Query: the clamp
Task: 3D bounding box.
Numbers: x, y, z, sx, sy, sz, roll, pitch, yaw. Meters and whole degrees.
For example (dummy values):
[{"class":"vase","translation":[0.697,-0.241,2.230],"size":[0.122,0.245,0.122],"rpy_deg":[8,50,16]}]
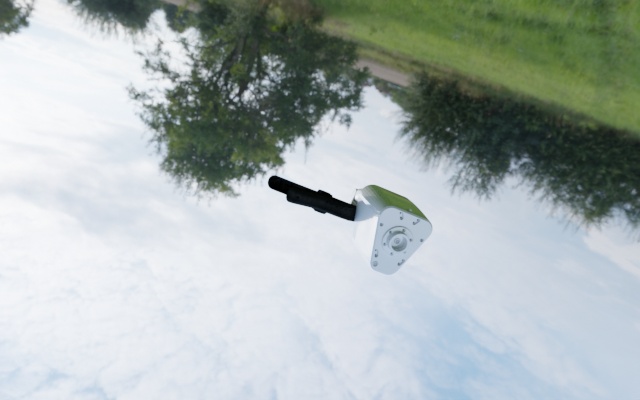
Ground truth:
[{"class":"clamp","translation":[0.000,0.003,0.783],"size":[0.171,0.039,0.120],"rpy_deg":[18,12,-16]}]
